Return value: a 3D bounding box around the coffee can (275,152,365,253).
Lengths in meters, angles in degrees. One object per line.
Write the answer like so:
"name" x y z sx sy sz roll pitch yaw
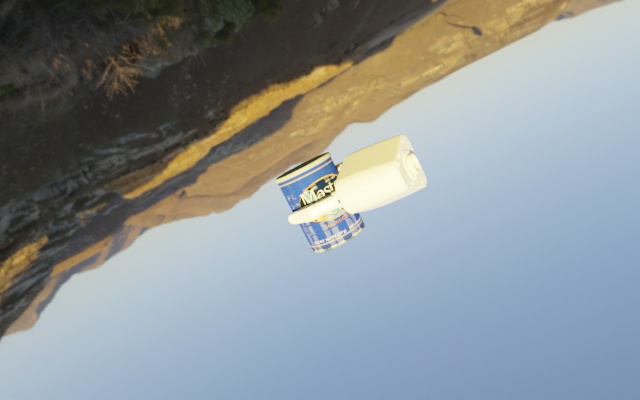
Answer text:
"coffee can" 0.000 0.003 0.813 0.103 0.140 0.103 -27 9 4
